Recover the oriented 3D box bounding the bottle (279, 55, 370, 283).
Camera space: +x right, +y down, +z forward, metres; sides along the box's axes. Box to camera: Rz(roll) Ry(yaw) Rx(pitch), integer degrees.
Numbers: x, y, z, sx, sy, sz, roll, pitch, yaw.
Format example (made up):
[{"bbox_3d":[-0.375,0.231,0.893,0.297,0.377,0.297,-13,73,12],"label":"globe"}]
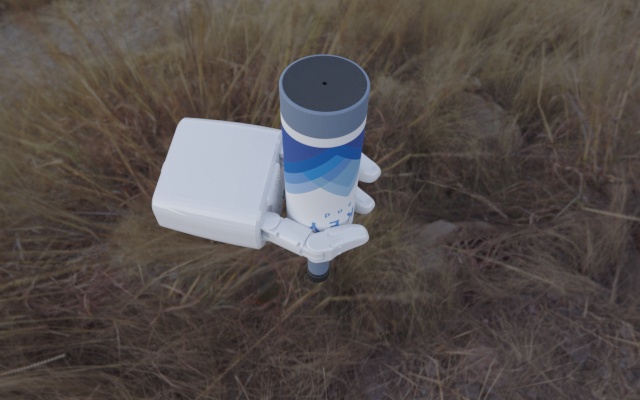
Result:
[{"bbox_3d":[0.000,0.001,0.464,0.069,0.069,0.296,0,-36,-1],"label":"bottle"}]
